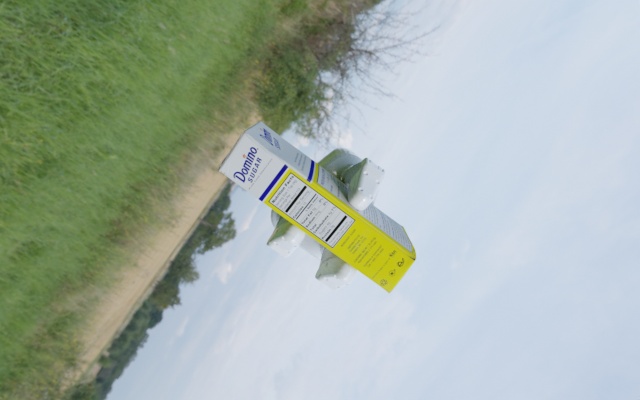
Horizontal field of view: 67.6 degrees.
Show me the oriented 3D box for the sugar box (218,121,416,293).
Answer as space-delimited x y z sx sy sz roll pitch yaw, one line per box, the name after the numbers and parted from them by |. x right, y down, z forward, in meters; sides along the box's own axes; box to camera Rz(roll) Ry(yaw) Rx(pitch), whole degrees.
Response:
0.000 0.002 0.425 0.176 0.048 0.093 34 12 -7 | sugar box
